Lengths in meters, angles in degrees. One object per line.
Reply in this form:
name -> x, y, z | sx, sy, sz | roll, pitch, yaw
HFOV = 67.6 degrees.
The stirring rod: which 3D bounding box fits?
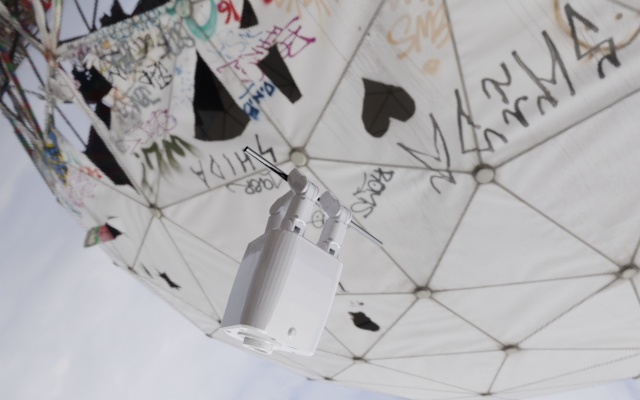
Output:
stirring rod -> 0.000, 0.002, 0.592 | 0.240, 0.011, 0.011 | 35, -21, -33
